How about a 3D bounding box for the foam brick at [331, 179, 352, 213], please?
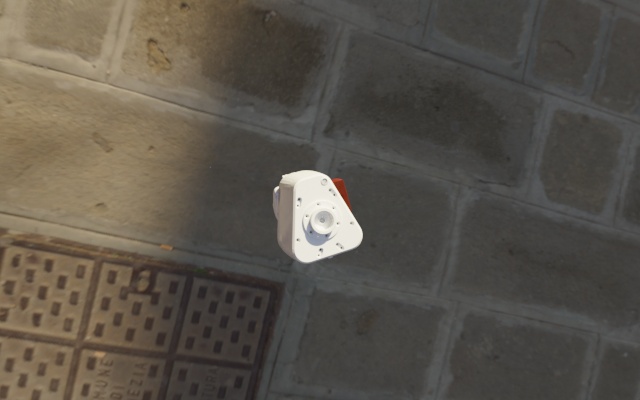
[{"bbox_3d":[0.000,0.002,0.717,0.078,0.053,0.051,-17,7,-12],"label":"foam brick"}]
